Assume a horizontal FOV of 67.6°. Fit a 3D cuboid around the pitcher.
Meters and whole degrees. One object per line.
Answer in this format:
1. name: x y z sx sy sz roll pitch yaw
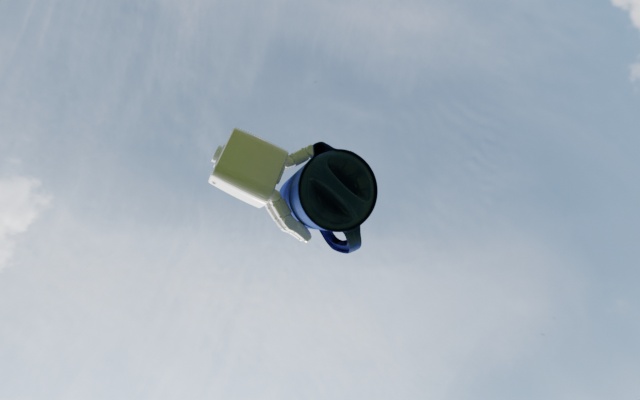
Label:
1. pitcher: 0.000 0.003 0.860 0.145 0.149 0.243 24 -11 -13
